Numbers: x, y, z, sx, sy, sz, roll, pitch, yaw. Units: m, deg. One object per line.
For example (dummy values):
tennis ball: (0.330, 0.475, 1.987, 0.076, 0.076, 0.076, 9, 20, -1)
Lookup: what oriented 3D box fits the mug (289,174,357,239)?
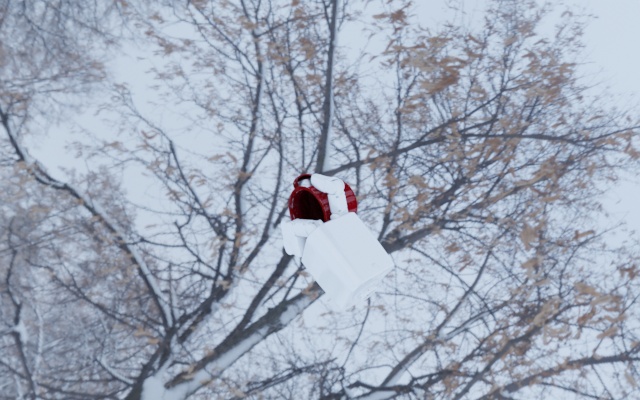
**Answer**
mug: (-0.001, 0.002, 0.802, 0.081, 0.117, 0.093, -20, -26, -39)
